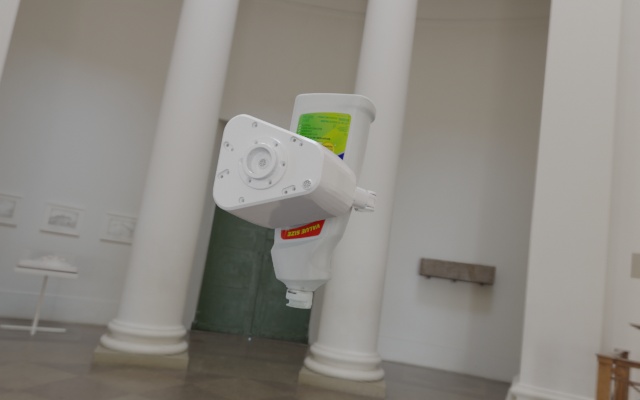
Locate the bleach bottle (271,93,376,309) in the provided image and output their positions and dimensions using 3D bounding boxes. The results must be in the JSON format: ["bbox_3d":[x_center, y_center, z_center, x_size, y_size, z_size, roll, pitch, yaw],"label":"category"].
[{"bbox_3d":[0.000,0.002,0.571,0.102,0.251,0.068,6,-8,18],"label":"bleach bottle"}]
